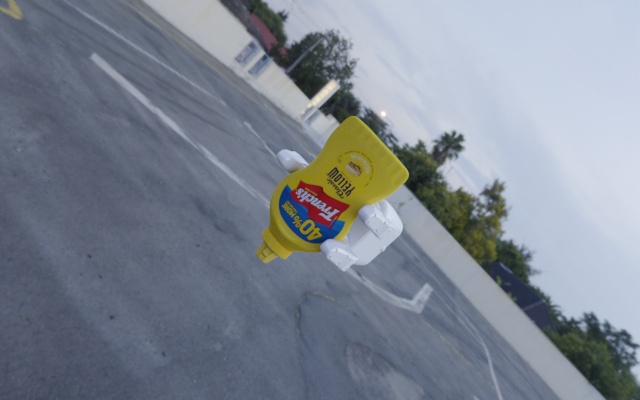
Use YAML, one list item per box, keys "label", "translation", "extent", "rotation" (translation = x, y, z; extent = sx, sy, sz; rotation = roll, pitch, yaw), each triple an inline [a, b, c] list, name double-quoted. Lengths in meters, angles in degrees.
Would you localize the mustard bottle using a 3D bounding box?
- label: "mustard bottle"
  translation: [0.000, 0.002, 0.544]
  extent: [0.191, 0.096, 0.058]
  rotation: [-43, -2, 7]
